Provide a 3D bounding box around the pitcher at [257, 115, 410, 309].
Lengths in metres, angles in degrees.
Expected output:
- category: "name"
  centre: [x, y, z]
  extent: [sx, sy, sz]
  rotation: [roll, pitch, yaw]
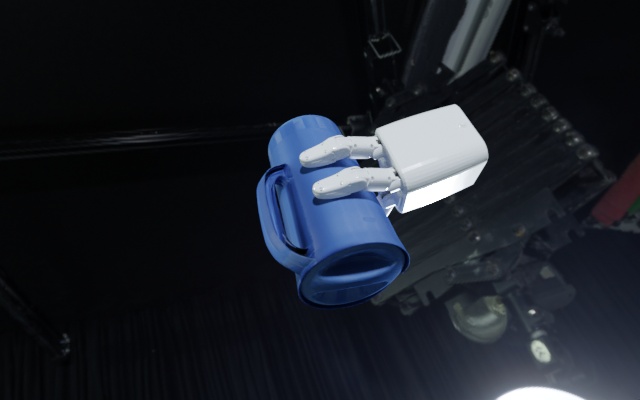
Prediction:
- category: "pitcher"
  centre: [0.000, 0.002, 0.605]
  extent: [0.145, 0.242, 0.149]
  rotation: [-19, -38, -2]
